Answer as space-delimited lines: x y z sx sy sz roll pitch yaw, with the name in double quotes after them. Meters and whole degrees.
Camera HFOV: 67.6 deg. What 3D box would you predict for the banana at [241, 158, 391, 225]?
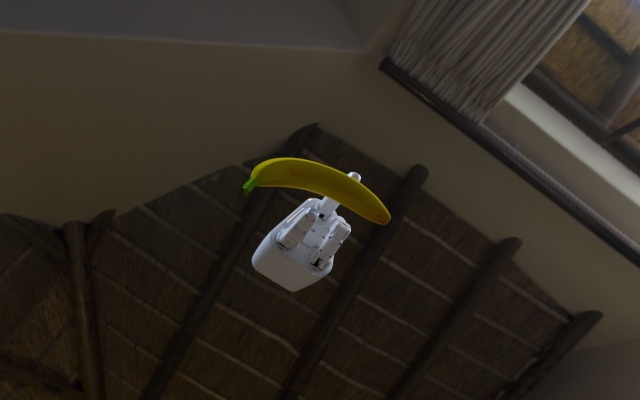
-0.003 -0.015 0.593 0.198 0.069 0.037 11 -28 -21 "banana"
